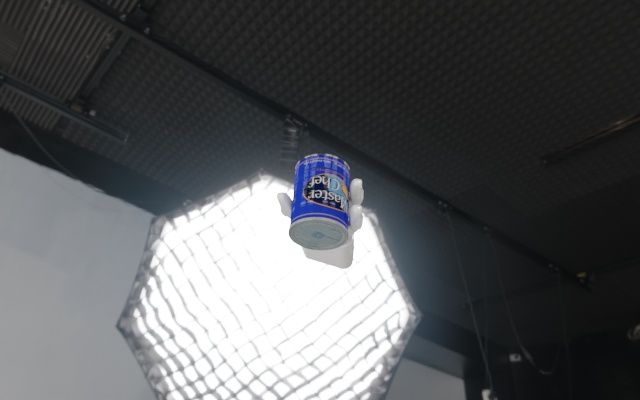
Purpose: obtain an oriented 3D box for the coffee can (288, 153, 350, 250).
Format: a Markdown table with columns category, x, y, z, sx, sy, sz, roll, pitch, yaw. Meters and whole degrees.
| category | x | y | z | sx | sy | sz | roll | pitch | yaw |
| --- | --- | --- | --- | --- | --- | --- | --- | --- | --- |
| coffee can | 0.000 | 0.003 | 0.846 | 0.103 | 0.140 | 0.103 | 3 | -34 | 2 |
